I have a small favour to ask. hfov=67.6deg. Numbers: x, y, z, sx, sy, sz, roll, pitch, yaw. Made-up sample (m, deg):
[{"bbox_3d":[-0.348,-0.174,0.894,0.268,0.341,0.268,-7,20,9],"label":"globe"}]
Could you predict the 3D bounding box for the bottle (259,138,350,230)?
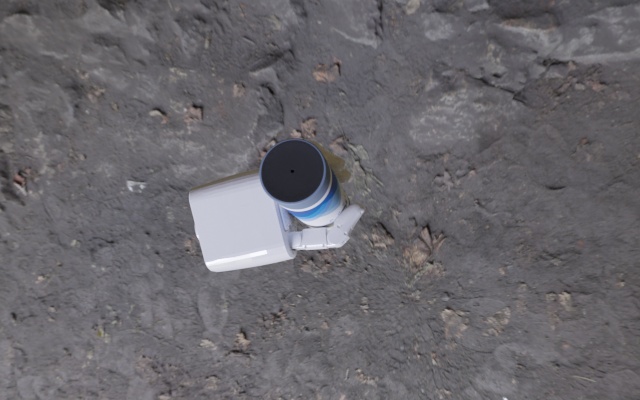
[{"bbox_3d":[0.000,0.002,0.597,0.069,0.069,0.296,0,-12,11],"label":"bottle"}]
